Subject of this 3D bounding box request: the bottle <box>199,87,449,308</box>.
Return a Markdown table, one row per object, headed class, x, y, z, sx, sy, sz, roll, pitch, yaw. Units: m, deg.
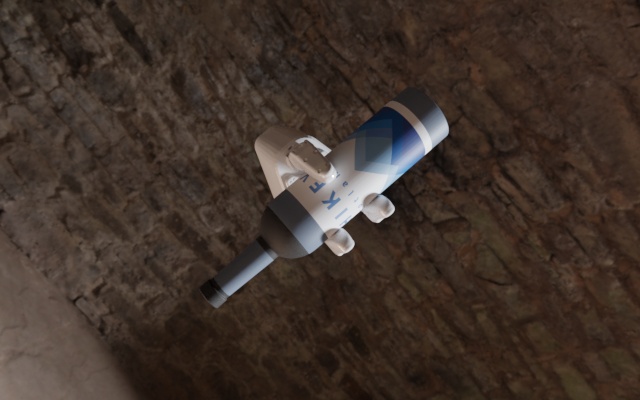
| class | x | y | z | sx | sy | sz | roll | pitch | yaw |
| --- | --- | --- | --- | --- | --- | --- | --- | --- | --- |
| bottle | 0.000 | 0.001 | 0.488 | 0.295 | 0.069 | 0.069 | -40 | 5 | -6 |
